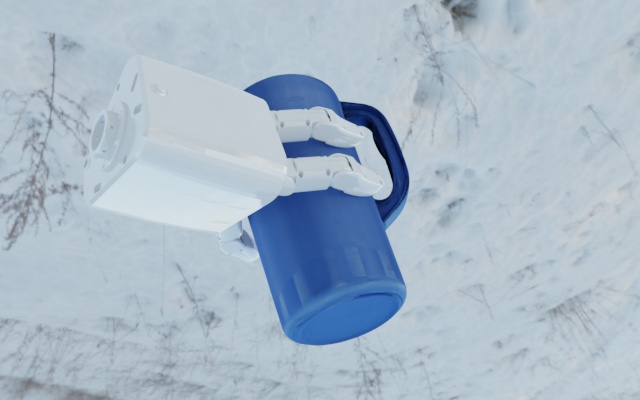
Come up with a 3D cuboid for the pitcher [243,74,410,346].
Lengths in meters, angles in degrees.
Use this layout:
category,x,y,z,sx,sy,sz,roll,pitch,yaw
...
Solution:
category,x,y,z,sx,sy,sz,roll,pitch,yaw
pitcher,0.000,0.001,0.456,0.145,0.242,0.149,18,-49,-42
